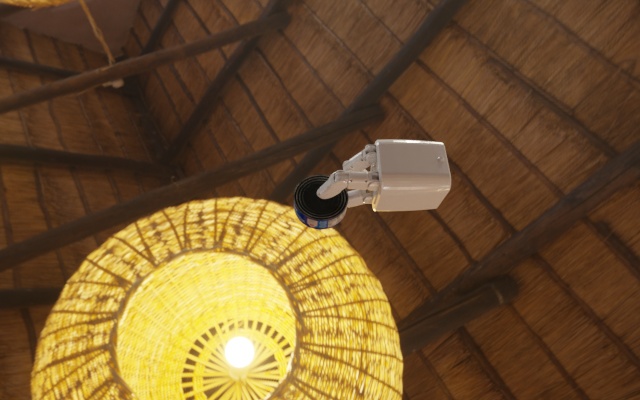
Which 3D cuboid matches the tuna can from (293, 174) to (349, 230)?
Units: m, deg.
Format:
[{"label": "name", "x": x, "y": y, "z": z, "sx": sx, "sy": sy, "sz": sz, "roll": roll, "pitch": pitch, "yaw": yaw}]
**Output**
[{"label": "tuna can", "x": 0.000, "y": 0.003, "z": 0.752, "sx": 0.086, "sy": 0.086, "sz": 0.034, "roll": 0, "pitch": -33, "yaw": -3}]
